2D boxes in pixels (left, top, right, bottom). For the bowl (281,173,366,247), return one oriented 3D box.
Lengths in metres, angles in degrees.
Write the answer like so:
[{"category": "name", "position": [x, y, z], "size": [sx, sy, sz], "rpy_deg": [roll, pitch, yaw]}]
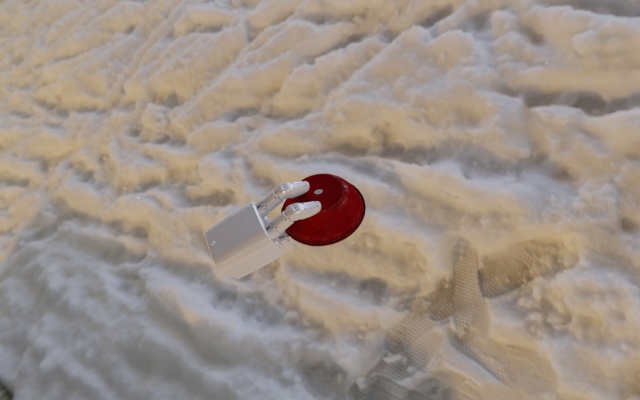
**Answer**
[{"category": "bowl", "position": [0.001, 0.002, 0.874], "size": [0.162, 0.162, 0.055], "rpy_deg": [0, -39, 12]}]
